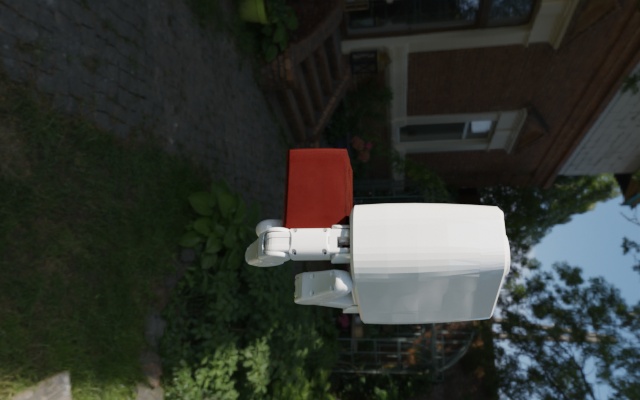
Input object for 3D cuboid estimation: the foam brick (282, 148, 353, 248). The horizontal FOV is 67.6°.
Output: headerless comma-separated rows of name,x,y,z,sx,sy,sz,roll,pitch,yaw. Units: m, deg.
foam brick,0.000,0.001,0.403,0.051,0.078,0.053,-3,-21,10
